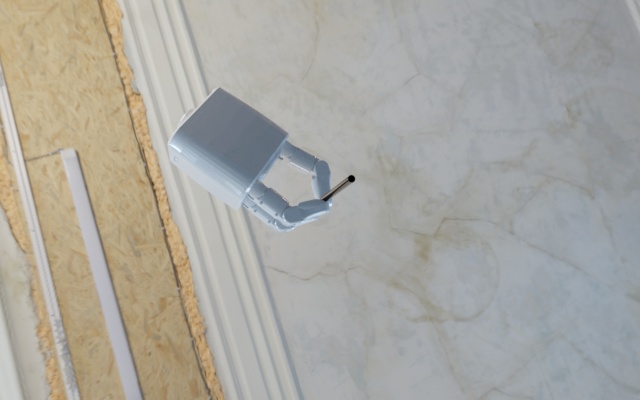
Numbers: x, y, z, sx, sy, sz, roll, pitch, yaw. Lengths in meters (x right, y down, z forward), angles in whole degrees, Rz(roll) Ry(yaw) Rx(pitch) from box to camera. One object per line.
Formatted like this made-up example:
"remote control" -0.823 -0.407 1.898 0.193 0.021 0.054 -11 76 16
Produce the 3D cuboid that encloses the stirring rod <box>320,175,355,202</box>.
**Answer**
"stirring rod" 0.000 0.002 0.589 0.011 0.011 0.239 0 -11 -15
